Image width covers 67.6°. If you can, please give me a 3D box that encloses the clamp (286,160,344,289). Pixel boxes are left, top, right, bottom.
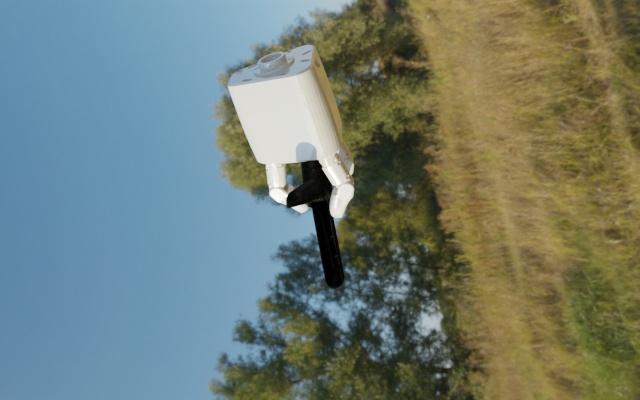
[{"bbox_3d":[-0.001,0.002,0.644,0.036,0.165,0.209,-12,34,12],"label":"clamp"}]
